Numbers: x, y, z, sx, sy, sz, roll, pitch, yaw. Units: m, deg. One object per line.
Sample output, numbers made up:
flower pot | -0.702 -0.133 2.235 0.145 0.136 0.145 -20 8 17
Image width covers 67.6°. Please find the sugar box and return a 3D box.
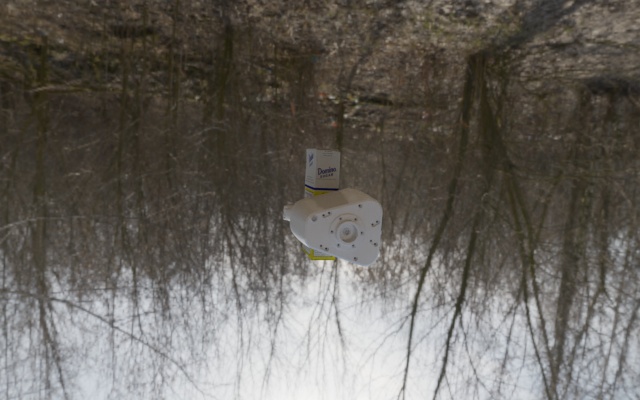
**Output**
sugar box | 0.001 0.003 0.786 0.048 0.176 0.093 4 6 -12
